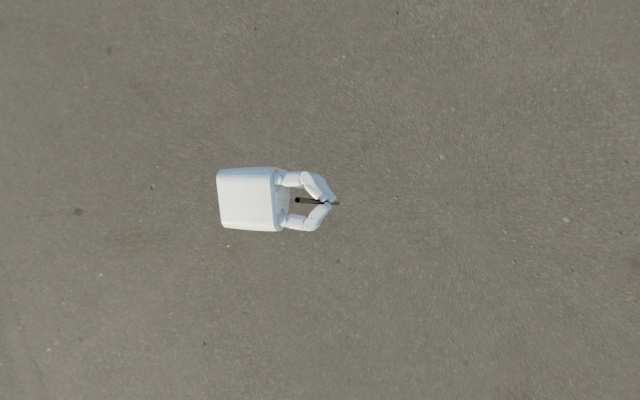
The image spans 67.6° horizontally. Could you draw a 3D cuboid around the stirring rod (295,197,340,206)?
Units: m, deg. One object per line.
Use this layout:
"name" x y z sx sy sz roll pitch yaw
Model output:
"stirring rod" 0.000 0.003 0.800 0.011 0.011 0.239 0 -2 16
